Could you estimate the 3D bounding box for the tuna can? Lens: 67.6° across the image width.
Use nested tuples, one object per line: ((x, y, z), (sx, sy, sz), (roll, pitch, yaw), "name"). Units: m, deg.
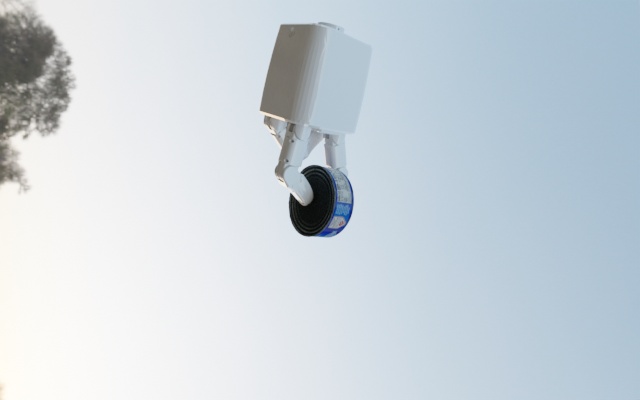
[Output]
((0.001, 0.002, 0.572), (0.034, 0.086, 0.086), (8, -5, -40), "tuna can")
